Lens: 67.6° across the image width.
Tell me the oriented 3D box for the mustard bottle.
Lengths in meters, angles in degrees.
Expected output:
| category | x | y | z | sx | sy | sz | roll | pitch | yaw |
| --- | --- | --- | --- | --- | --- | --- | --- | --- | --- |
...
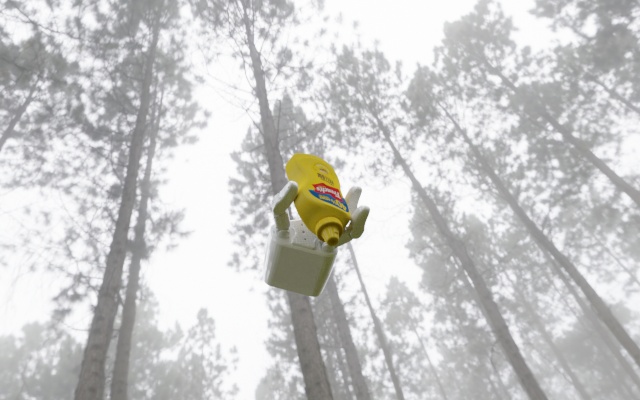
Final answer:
| category | x | y | z | sx | sy | sz | roll | pitch | yaw |
| --- | --- | --- | --- | --- | --- | --- | --- | --- | --- |
| mustard bottle | 0.000 | 0.002 | 0.763 | 0.096 | 0.058 | 0.191 | 26 | 28 | -29 |
